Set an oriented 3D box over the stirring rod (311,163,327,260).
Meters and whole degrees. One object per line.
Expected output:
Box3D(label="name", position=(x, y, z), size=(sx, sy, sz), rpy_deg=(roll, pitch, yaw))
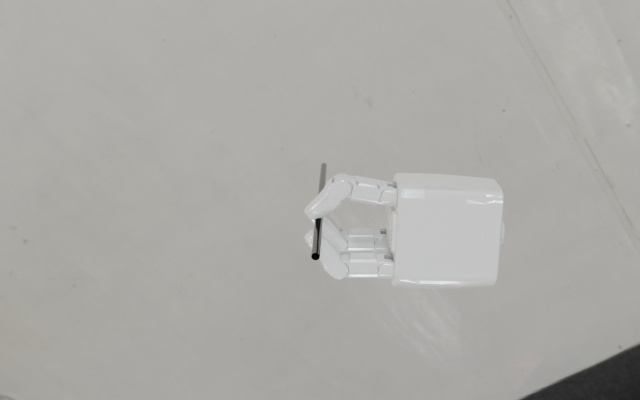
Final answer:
Box3D(label="stirring rod", position=(0.000, 0.002, 0.545), size=(0.011, 0.011, 0.239), rpy_deg=(0, 24, 2))
